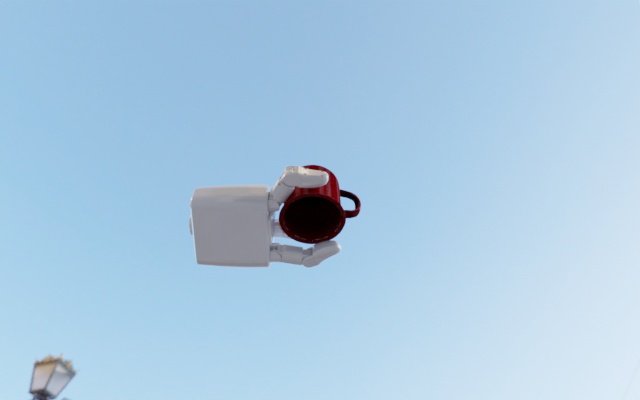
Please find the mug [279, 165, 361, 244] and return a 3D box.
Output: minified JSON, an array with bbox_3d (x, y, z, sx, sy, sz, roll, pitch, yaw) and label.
[{"bbox_3d":[0.002,0.002,0.690,0.117,0.093,0.081,1,38,-2],"label":"mug"}]
